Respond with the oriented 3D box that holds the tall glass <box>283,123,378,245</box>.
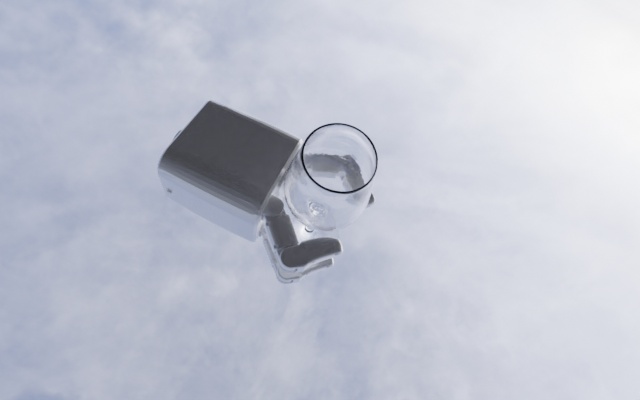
[{"bbox_3d":[0.000,0.002,0.463,0.079,0.079,0.201,0,-21,-10],"label":"tall glass"}]
